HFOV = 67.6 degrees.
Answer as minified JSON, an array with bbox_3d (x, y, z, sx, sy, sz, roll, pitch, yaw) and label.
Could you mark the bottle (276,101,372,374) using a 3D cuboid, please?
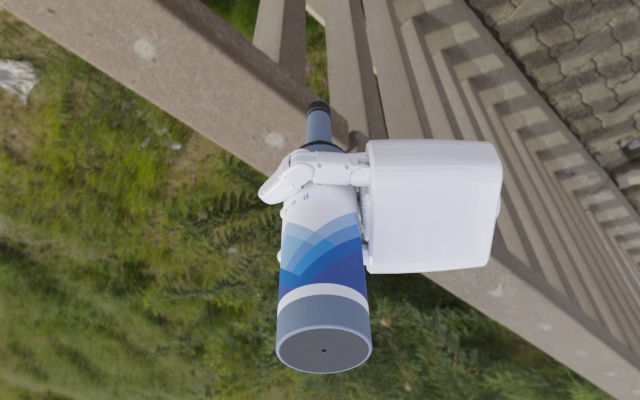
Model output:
[{"bbox_3d":[0.000,0.002,0.433,0.069,0.069,0.295,0,44,-1],"label":"bottle"}]
